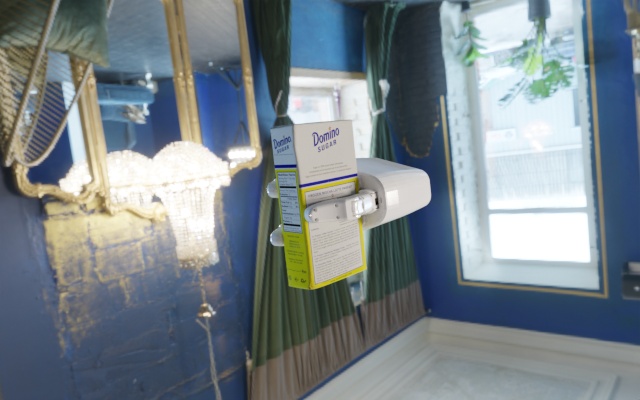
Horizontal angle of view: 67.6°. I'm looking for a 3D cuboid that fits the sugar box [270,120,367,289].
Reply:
[{"bbox_3d":[0.000,0.002,0.532,0.093,0.176,0.048,-13,8,-43],"label":"sugar box"}]
